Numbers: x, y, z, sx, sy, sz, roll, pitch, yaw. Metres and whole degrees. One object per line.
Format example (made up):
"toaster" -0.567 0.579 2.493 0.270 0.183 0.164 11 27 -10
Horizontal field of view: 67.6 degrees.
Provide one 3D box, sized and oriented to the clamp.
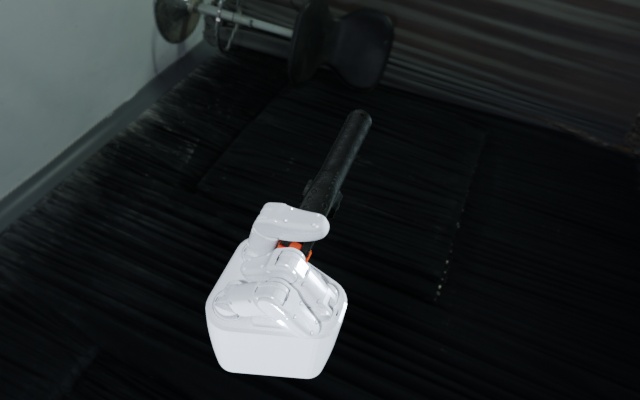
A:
"clamp" 0.001 0.002 0.459 0.039 0.171 0.120 24 -39 8
